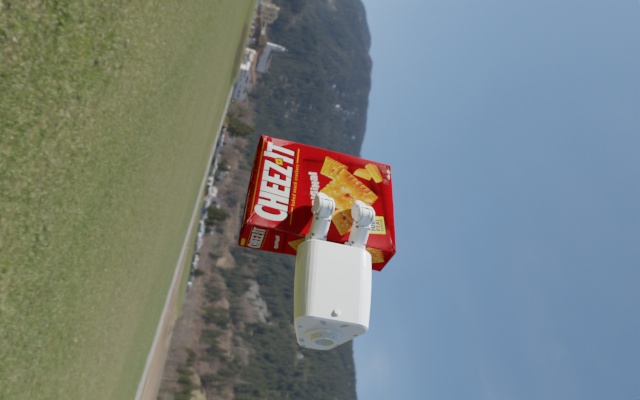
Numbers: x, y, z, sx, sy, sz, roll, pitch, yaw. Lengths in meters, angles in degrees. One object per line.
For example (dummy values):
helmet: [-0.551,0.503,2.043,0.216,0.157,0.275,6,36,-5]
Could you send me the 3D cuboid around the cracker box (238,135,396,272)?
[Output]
cracker box: [0.000,0.002,0.705,0.214,0.164,0.072,12,-37,-11]
